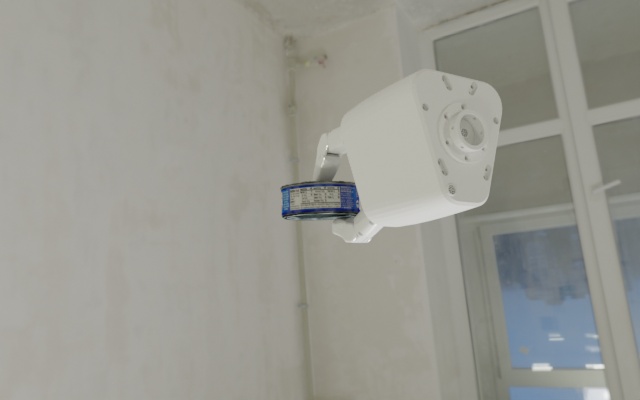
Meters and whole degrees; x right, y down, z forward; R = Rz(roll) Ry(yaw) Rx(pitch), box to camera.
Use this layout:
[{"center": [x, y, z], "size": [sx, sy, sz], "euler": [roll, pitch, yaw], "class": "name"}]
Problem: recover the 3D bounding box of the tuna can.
[{"center": [0.000, 0.002, 0.512], "size": [0.086, 0.033, 0.086], "euler": [-2, -6, 0], "class": "tuna can"}]
